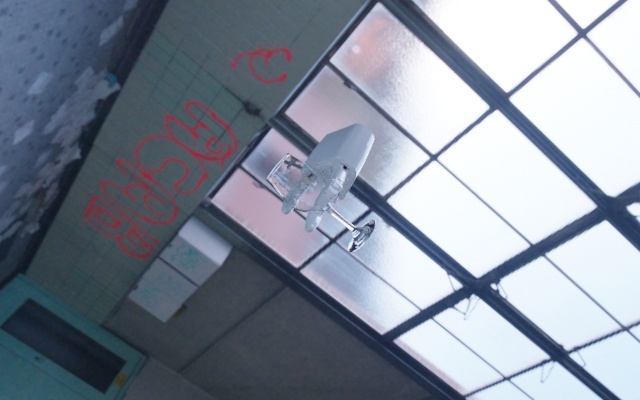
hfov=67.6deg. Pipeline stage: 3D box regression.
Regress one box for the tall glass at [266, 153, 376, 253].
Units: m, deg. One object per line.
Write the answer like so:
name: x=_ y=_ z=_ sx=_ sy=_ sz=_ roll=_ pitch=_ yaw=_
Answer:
tall glass: x=0.001 y=0.003 z=0.847 sx=0.201 sy=0.079 sz=0.079 roll=39 pitch=-9 yaw=-12
